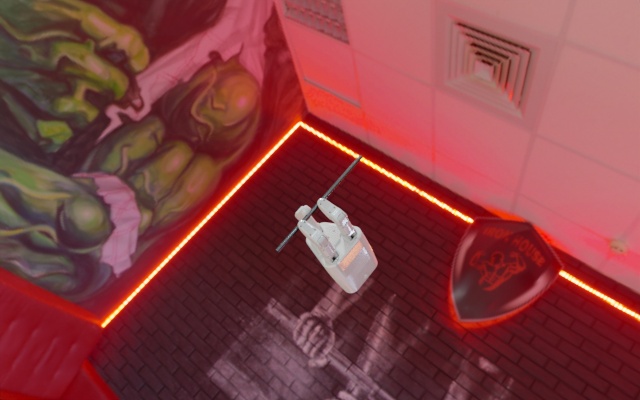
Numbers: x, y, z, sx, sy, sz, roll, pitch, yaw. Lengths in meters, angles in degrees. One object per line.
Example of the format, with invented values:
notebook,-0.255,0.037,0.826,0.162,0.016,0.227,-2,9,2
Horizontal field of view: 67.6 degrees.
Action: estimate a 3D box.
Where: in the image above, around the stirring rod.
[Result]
stirring rod,0.000,0.003,0.871,0.011,0.239,0.011,38,-17,13
